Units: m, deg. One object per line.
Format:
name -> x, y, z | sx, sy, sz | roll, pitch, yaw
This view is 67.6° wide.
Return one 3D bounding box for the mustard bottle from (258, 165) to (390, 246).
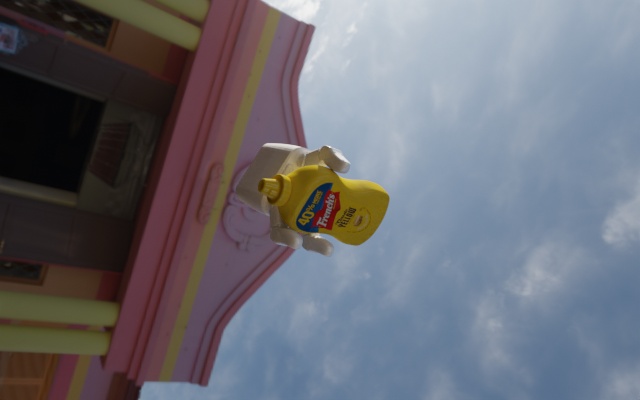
mustard bottle -> 0.000, 0.002, 0.652 | 0.192, 0.096, 0.058 | 16, 26, -36
